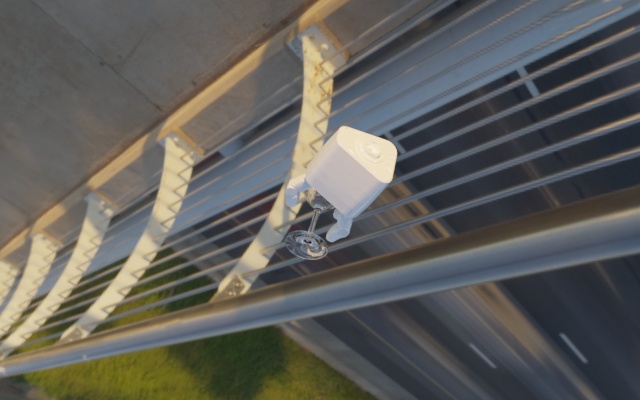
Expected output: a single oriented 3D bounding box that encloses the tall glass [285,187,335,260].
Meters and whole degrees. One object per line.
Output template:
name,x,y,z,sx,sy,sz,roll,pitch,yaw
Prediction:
tall glass,0.000,0.003,0.848,0.079,0.201,0.079,10,-41,9
